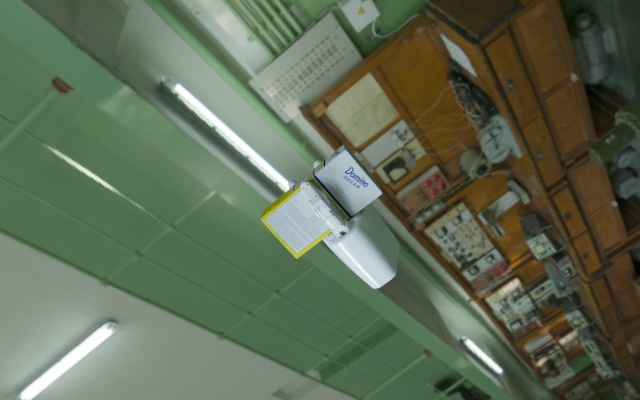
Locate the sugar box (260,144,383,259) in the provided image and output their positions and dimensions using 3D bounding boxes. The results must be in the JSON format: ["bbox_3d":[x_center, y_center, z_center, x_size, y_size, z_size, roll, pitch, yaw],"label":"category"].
[{"bbox_3d":[0.000,0.002,0.755,0.176,0.093,0.048,-38,16,11],"label":"sugar box"}]
